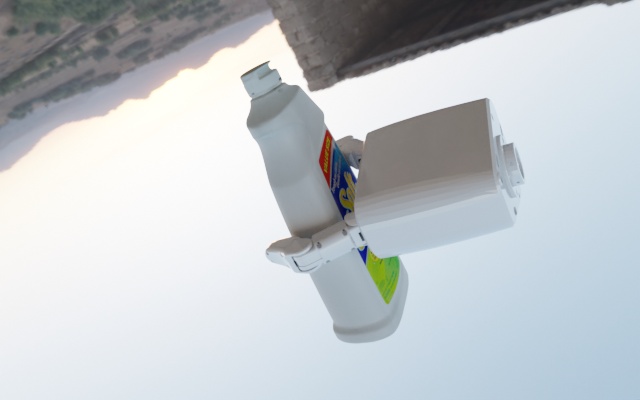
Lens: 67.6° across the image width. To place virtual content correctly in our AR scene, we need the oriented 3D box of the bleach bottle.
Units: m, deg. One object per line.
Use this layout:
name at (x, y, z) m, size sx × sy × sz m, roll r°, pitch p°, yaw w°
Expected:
bleach bottle at (0.000, 0.001, 0.421) m, size 0.068 × 0.251 × 0.102 m, roll -15°, pitch 26°, yaw 29°
